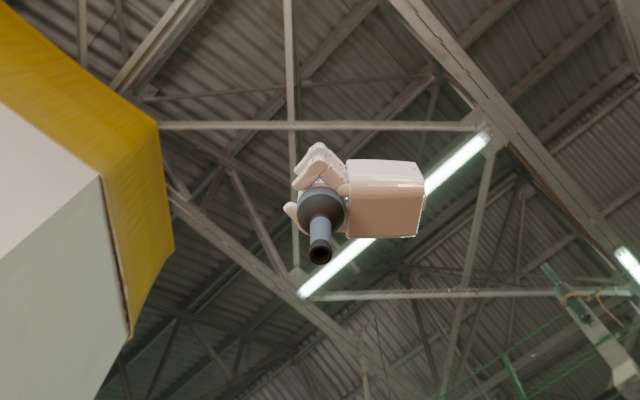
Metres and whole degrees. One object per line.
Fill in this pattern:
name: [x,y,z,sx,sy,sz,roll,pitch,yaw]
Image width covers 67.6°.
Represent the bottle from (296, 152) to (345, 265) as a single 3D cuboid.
bottle: [0.000,0.002,0.689,0.069,0.069,0.295,0,25,0]
